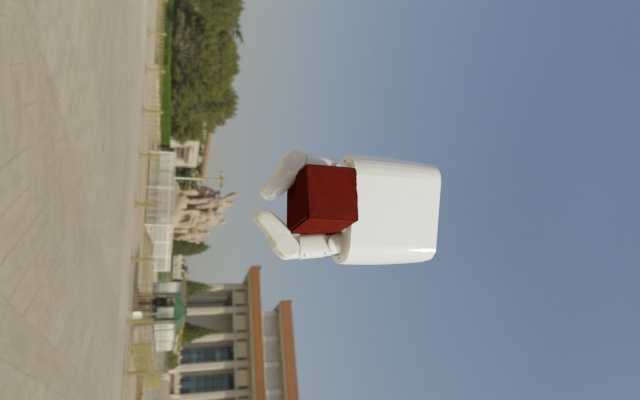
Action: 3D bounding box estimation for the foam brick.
[{"bbox_3d":[0.000,0.002,0.471,0.051,0.053,0.078,4,-15,-17],"label":"foam brick"}]
